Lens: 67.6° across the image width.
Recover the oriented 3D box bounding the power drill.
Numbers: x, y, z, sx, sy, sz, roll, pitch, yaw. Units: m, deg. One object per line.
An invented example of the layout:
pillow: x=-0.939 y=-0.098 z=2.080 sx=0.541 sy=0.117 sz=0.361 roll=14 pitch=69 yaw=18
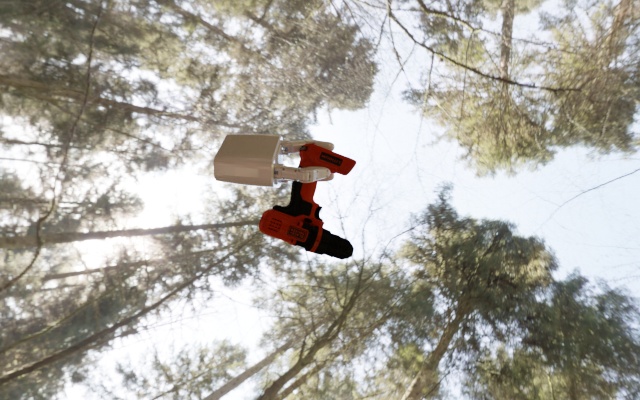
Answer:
power drill: x=0.000 y=0.002 z=0.876 sx=0.184 sy=0.187 sz=0.057 roll=21 pitch=-3 yaw=-15
